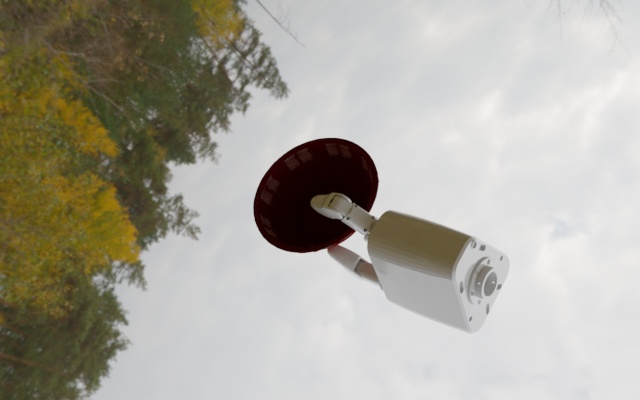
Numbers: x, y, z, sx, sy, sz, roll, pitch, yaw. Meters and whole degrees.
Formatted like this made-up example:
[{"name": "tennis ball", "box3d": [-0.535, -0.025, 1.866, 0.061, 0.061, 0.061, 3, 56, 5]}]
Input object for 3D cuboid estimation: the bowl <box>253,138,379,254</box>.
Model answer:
[{"name": "bowl", "box3d": [-0.001, 0.001, 0.593, 0.162, 0.162, 0.055, 0, -30, 24]}]
